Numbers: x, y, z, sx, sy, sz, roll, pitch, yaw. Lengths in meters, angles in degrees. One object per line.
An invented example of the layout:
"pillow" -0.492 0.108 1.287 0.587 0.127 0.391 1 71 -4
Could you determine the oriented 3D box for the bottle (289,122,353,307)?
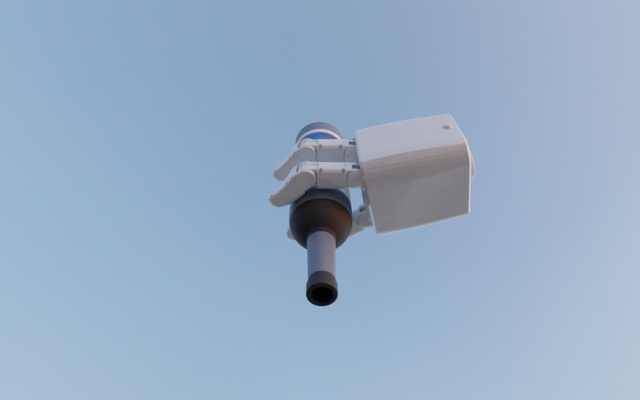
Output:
"bottle" 0.000 0.002 0.527 0.069 0.069 0.295 0 32 -1
